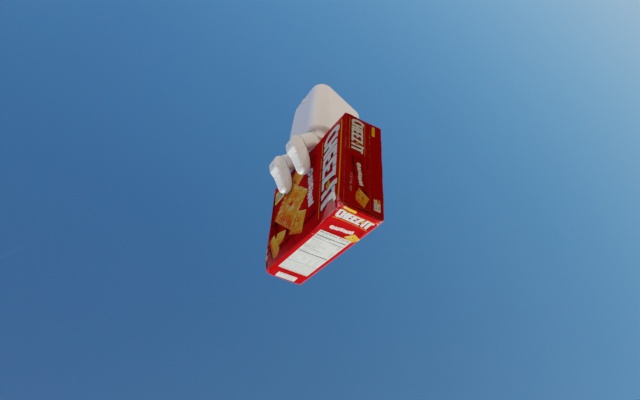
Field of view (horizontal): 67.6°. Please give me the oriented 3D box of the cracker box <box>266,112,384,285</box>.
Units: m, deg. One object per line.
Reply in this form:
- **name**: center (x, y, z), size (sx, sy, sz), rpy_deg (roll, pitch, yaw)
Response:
- **cracker box**: center (0.000, 0.002, 0.695), size (0.072, 0.164, 0.214), rpy_deg (22, -41, -23)
